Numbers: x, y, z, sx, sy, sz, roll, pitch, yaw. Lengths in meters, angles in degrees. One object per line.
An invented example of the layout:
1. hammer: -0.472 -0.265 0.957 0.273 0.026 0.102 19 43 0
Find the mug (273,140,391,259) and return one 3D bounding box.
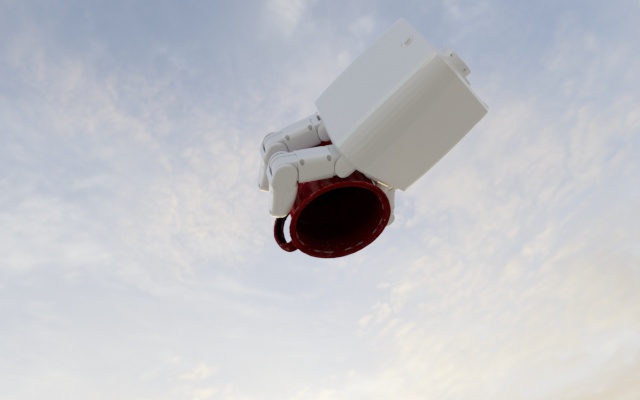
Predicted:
1. mug: -0.001 0.002 0.454 0.117 0.081 0.093 -42 -50 19
